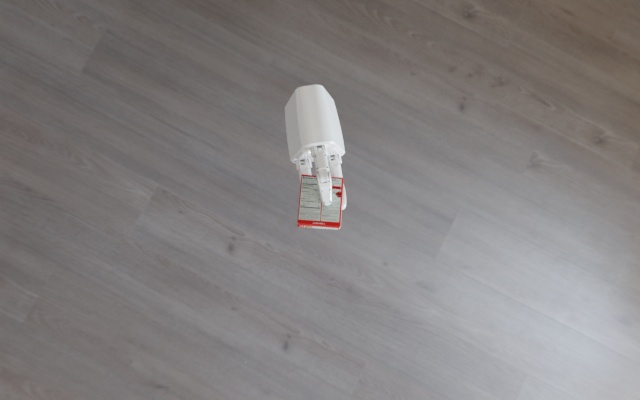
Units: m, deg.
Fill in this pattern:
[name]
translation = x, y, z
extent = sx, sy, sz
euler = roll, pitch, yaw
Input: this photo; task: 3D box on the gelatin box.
[gelatin box]
translation = 0.000, 0.003, 0.813
extent = 0.073, 0.089, 0.030
euler = 4, -14, 0
